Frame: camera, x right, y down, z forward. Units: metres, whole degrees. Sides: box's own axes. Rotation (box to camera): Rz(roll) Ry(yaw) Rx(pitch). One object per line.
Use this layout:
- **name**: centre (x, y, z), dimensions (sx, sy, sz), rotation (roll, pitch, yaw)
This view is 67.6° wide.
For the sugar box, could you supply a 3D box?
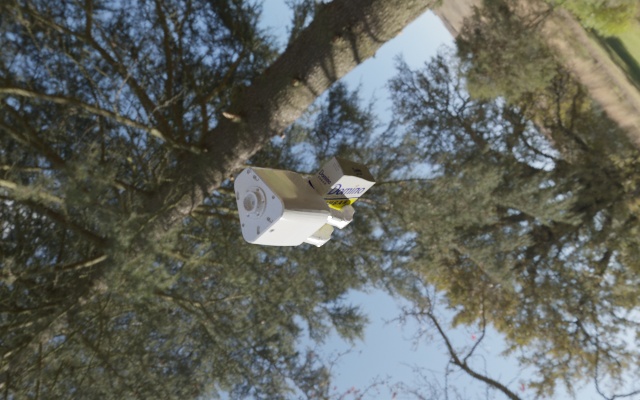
- **sugar box**: centre (0.000, 0.003, 0.808), dimensions (0.176, 0.048, 0.093), rotation (-40, -29, 28)
